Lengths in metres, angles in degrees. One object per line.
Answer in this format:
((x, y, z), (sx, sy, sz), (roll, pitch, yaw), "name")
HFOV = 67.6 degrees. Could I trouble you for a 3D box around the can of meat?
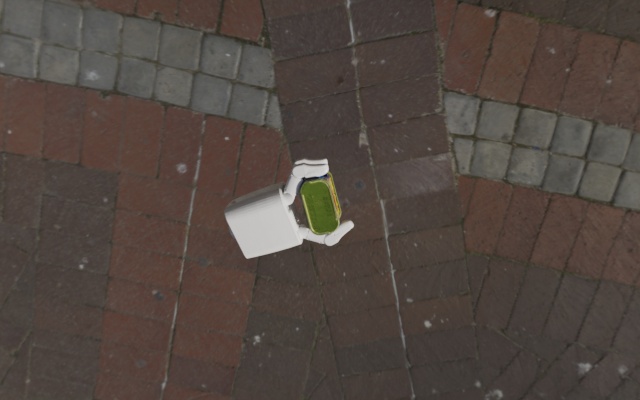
((0.000, 0.003, 0.831), (0.057, 0.102, 0.084), (-14, 12, 5), "can of meat")
